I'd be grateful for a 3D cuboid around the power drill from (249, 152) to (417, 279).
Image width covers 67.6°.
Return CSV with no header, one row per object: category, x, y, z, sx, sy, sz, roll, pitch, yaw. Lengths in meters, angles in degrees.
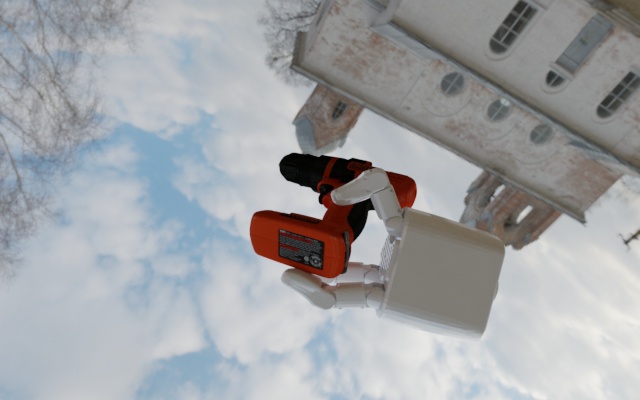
power drill,0.000,0.002,0.547,0.184,0.057,0.187,13,33,23
